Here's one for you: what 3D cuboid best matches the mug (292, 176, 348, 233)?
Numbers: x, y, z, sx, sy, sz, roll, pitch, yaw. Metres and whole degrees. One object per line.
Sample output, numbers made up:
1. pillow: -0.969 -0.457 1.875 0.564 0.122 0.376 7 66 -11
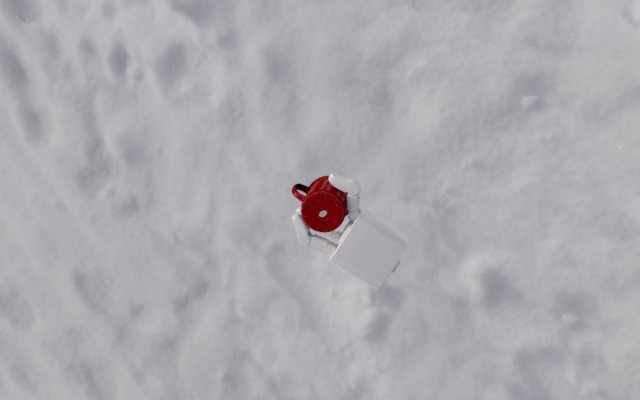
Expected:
1. mug: -0.001 0.002 0.880 0.117 0.093 0.081 30 21 0
